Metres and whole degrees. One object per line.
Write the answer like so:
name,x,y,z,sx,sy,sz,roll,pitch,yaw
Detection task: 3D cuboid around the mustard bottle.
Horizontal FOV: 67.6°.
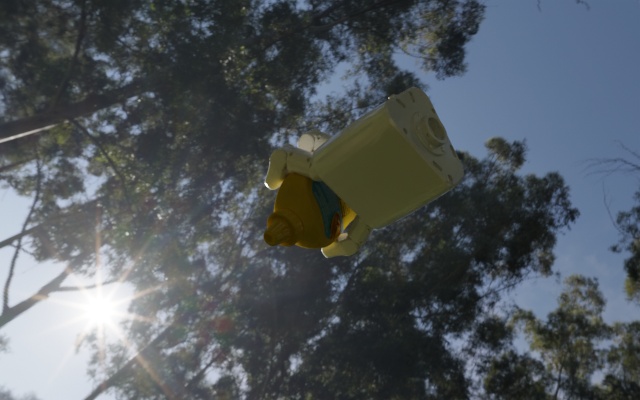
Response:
mustard bottle,0.000,0.002,0.560,0.058,0.096,0.191,-1,23,36
